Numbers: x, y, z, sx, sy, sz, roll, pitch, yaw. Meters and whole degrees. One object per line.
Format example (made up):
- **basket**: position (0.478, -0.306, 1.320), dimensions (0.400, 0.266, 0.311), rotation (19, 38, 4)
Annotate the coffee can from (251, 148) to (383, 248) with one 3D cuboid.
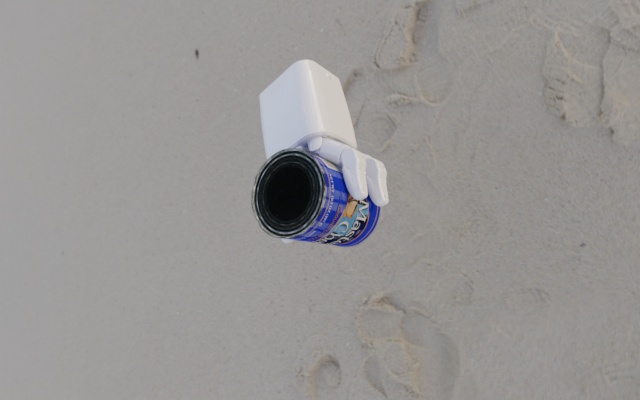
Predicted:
- **coffee can**: position (0.000, 0.002, 0.584), dimensions (0.103, 0.103, 0.140), rotation (0, -8, 33)
